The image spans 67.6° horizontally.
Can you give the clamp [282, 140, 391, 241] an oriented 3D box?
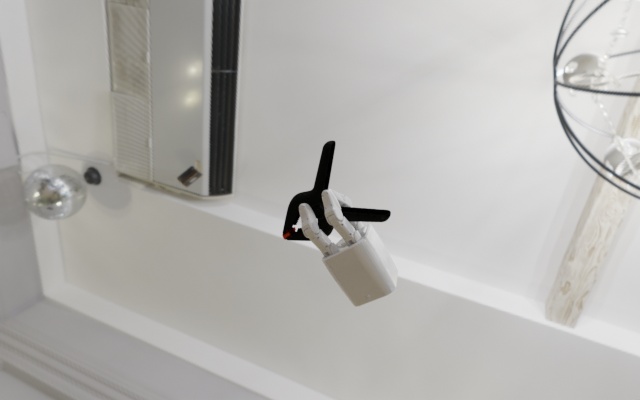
[{"bbox_3d":[0.000,0.003,0.847,0.210,0.164,0.036,-30,4,33],"label":"clamp"}]
